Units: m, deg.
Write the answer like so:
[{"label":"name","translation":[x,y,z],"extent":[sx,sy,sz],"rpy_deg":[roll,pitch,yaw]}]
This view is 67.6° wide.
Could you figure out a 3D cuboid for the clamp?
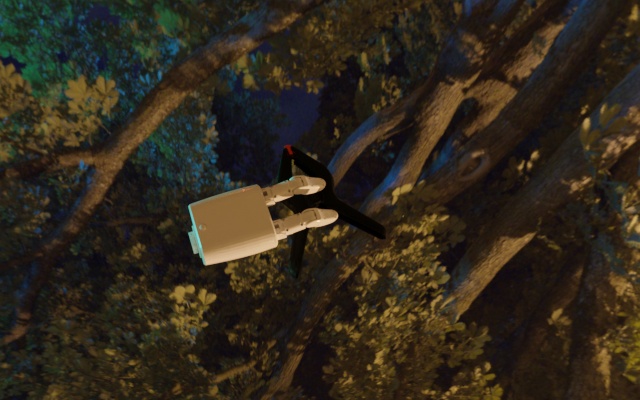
[{"label":"clamp","translation":[0.000,0.002,0.749],"extent":[0.164,0.210,0.036],"rpy_deg":[-15,-21,-17]}]
